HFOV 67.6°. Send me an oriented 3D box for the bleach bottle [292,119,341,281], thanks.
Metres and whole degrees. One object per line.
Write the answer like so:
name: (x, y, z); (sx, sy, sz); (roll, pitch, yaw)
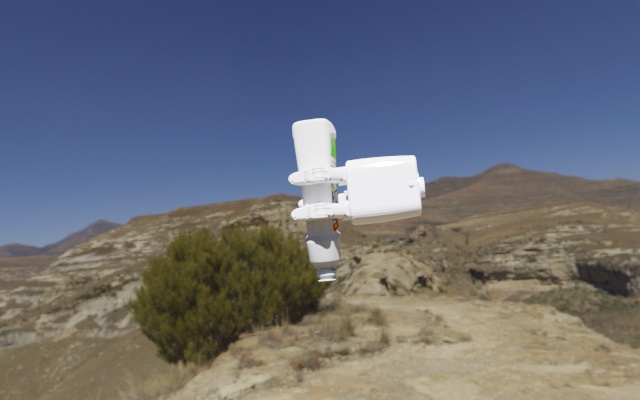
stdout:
bleach bottle: (0.000, 0.002, 0.771); (0.068, 0.251, 0.102); (-6, -7, 8)
